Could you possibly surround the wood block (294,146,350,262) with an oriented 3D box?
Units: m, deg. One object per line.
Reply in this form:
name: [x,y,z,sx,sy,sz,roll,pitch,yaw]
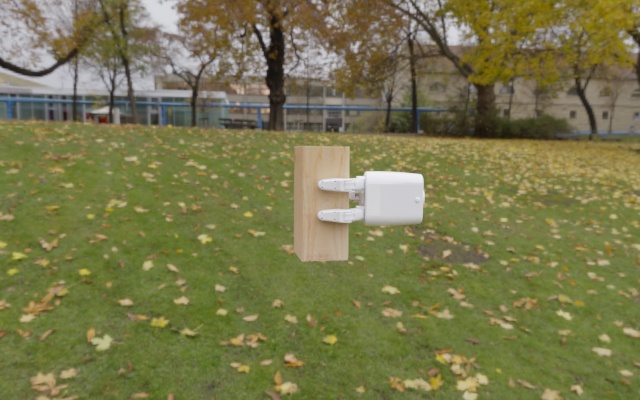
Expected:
wood block: [0.000,0.003,0.892,0.090,0.206,0.091,-1,6,-11]
